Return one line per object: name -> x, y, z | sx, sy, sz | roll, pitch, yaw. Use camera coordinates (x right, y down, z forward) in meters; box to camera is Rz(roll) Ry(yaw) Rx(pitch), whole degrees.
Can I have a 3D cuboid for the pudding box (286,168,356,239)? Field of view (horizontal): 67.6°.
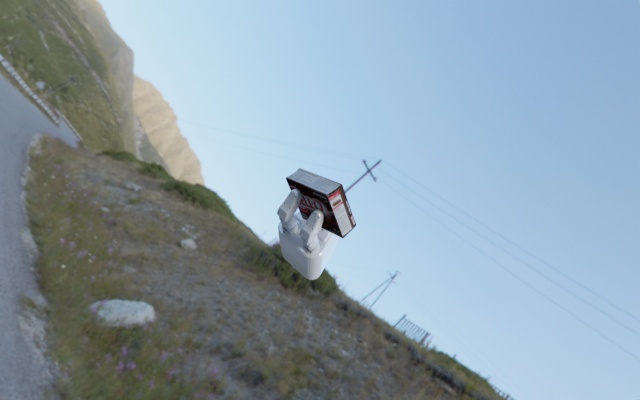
pudding box -> 0.000, 0.003, 0.786 | 0.039, 0.090, 0.113 | -41, 38, -25
